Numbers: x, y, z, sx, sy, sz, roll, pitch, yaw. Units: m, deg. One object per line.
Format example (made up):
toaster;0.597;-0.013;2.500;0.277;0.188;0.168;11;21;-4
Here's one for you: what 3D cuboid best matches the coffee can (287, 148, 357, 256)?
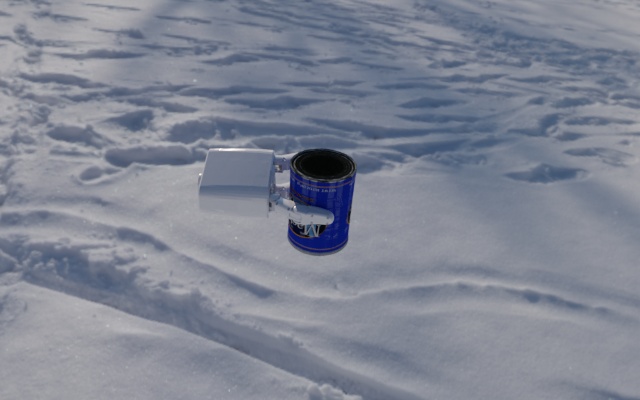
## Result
coffee can;0.000;0.003;0.760;0.103;0.140;0.102;3;33;-2
